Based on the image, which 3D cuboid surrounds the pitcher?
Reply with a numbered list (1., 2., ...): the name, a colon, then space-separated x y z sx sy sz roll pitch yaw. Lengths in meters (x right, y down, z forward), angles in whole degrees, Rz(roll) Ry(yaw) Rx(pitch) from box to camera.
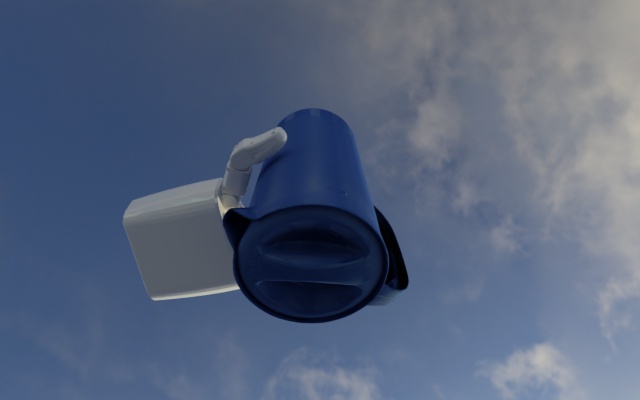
1. pitcher: 0.000 0.002 0.503 0.145 0.149 0.242 -13 32 8
